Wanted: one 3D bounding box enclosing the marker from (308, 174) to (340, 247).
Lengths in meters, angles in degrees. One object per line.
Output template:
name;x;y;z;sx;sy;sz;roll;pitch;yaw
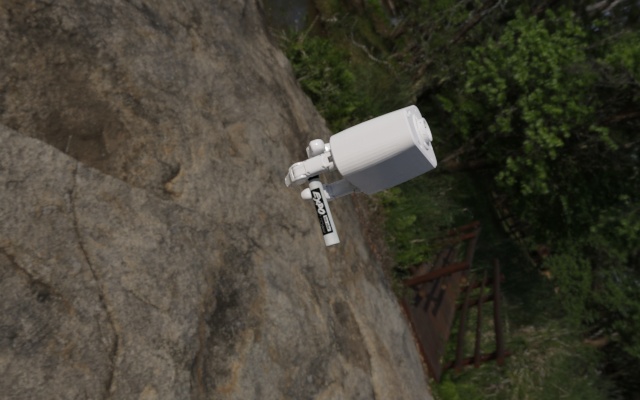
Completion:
marker;0.000;0.002;0.649;0.020;0.121;0.020;-16;-9;-3
